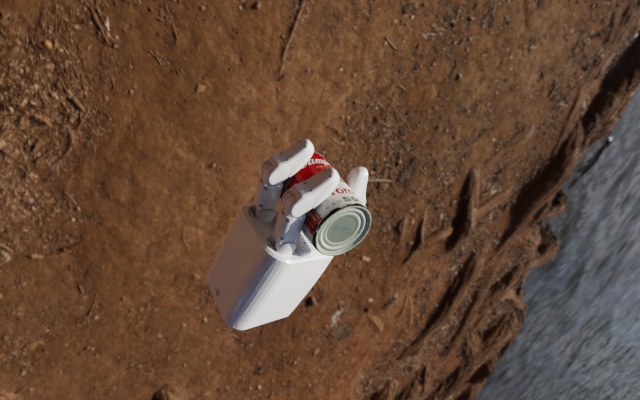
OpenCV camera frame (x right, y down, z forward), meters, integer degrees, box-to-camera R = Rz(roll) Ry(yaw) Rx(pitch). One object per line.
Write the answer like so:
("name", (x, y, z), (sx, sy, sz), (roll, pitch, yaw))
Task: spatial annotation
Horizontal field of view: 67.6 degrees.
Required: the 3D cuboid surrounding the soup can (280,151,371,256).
("soup can", (0.001, 0.001, 0.509), (0.068, 0.068, 0.102), (0, 36, -34))
